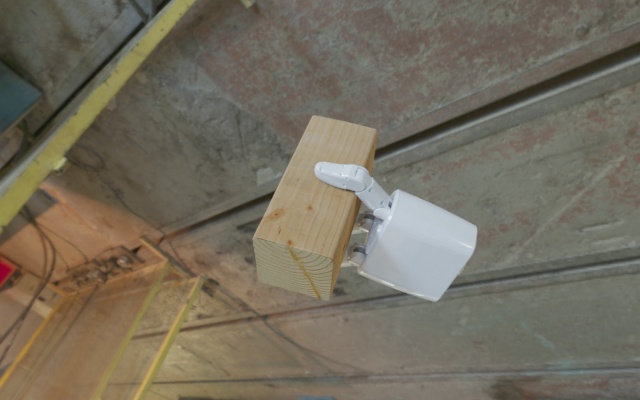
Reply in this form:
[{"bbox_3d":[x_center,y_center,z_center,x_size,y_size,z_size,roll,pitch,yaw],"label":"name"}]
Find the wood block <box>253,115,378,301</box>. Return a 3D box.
[{"bbox_3d":[0.000,0.002,0.582,0.090,0.206,0.091,14,-39,9],"label":"wood block"}]
